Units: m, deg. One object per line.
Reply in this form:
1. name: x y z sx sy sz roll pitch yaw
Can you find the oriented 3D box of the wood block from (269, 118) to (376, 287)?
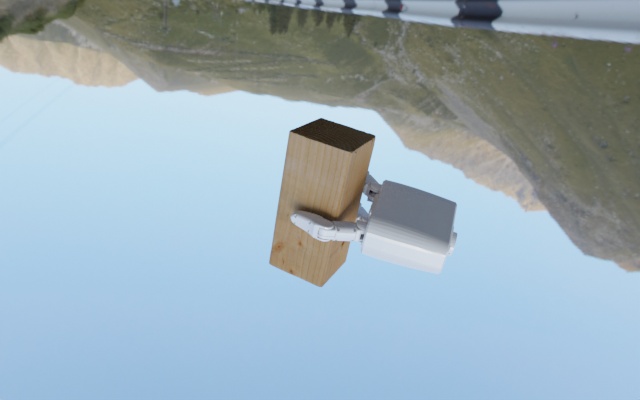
1. wood block: 0.000 0.003 0.667 0.090 0.206 0.090 22 28 20
